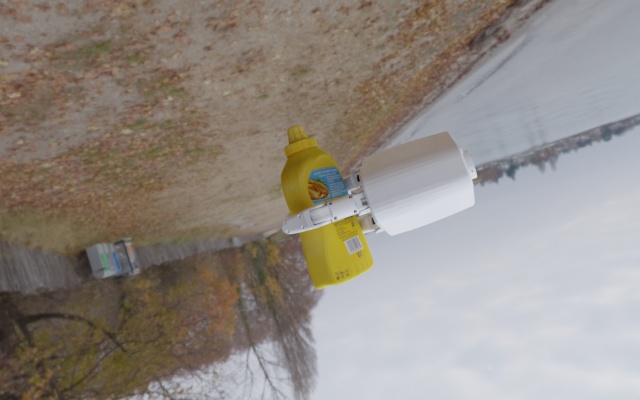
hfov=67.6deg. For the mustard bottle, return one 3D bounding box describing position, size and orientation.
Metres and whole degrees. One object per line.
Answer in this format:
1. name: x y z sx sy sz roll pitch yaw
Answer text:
1. mustard bottle: 0.000 0.002 0.571 0.058 0.191 0.096 -21 -3 36
